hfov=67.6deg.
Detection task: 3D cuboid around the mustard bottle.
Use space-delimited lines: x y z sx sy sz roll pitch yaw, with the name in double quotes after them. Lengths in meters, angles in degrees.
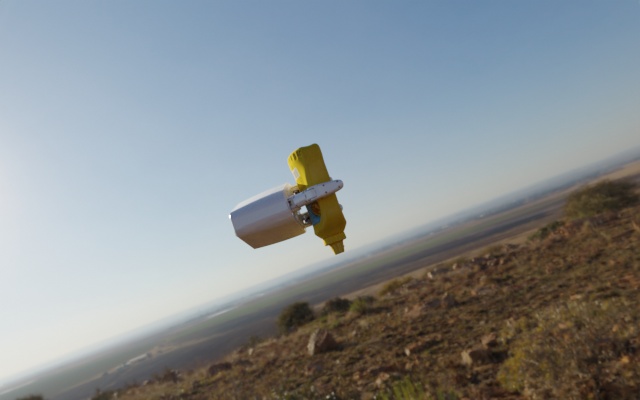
0.000 0.002 0.836 0.058 0.191 0.096 -18 -7 -19 "mustard bottle"
